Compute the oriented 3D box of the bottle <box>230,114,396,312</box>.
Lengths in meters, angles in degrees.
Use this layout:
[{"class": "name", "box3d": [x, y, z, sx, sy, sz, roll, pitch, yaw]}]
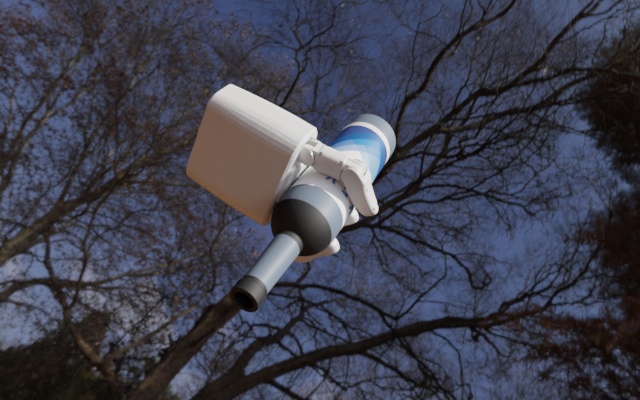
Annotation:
[{"class": "bottle", "box3d": [0.000, 0.002, 0.496, 0.069, 0.069, 0.295, 0, 33, 31]}]
